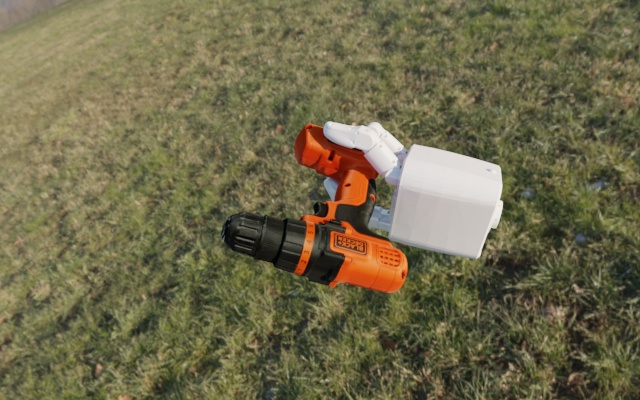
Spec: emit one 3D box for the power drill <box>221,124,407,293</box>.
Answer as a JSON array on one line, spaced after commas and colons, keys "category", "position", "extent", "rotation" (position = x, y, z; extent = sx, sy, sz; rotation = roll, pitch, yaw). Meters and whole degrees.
[{"category": "power drill", "position": [0.000, 0.001, 0.510], "extent": [0.184, 0.187, 0.057], "rotation": [17, -43, -12]}]
